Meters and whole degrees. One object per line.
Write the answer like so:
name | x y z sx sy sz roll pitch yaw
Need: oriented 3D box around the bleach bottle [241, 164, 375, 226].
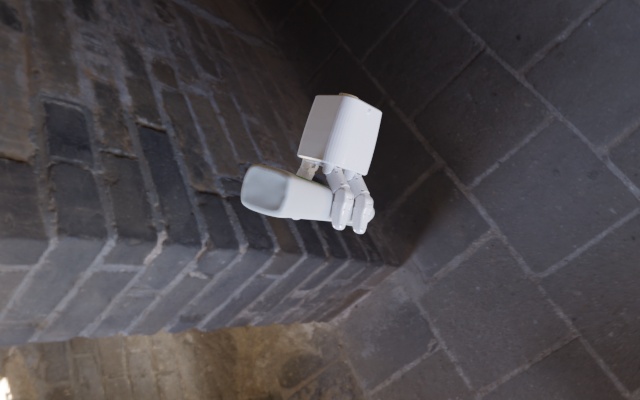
bleach bottle | 0.000 0.003 0.761 0.102 0.068 0.251 17 3 40
